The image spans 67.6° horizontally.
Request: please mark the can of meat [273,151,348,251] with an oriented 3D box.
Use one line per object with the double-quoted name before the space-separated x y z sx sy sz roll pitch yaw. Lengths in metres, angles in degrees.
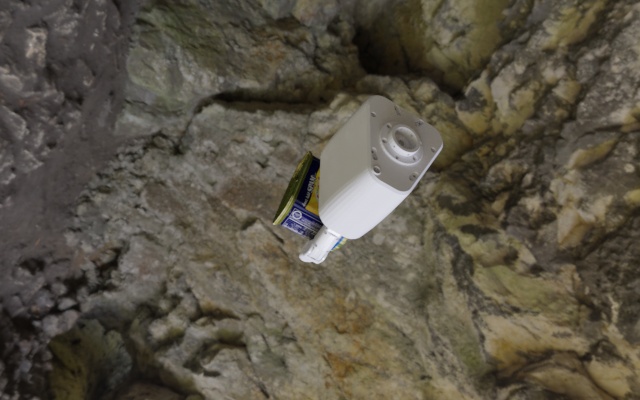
"can of meat" 0.000 0.002 0.589 0.084 0.102 0.057 28 -38 -11
